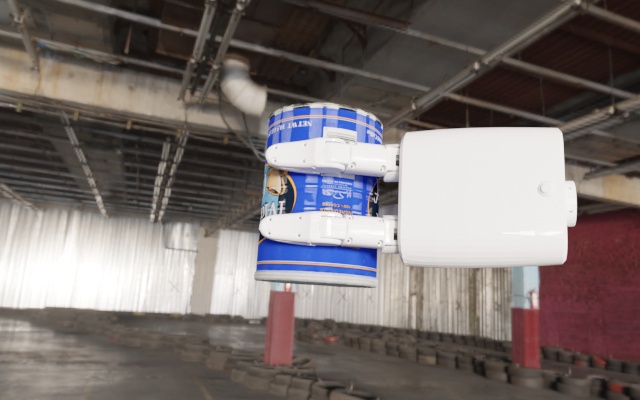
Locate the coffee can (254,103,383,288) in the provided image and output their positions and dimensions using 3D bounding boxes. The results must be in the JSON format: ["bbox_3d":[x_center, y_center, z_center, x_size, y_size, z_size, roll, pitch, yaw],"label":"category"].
[{"bbox_3d":[0.000,0.002,0.411,0.103,0.140,0.103,3,-11,1],"label":"coffee can"}]
